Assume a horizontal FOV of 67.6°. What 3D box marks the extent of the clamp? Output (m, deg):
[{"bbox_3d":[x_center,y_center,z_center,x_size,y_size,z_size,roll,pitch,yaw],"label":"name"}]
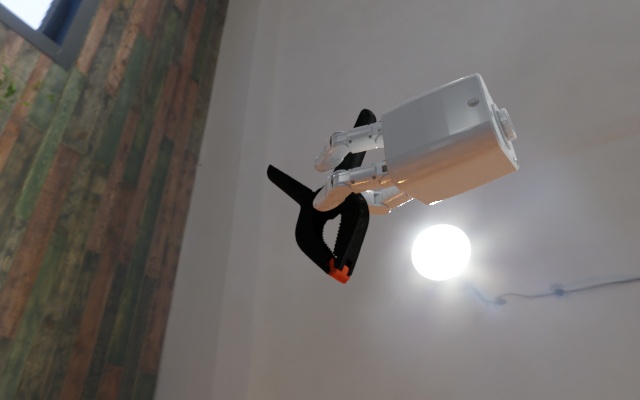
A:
[{"bbox_3d":[0.001,0.003,0.564,0.164,0.209,0.036,-23,-39,29],"label":"clamp"}]
